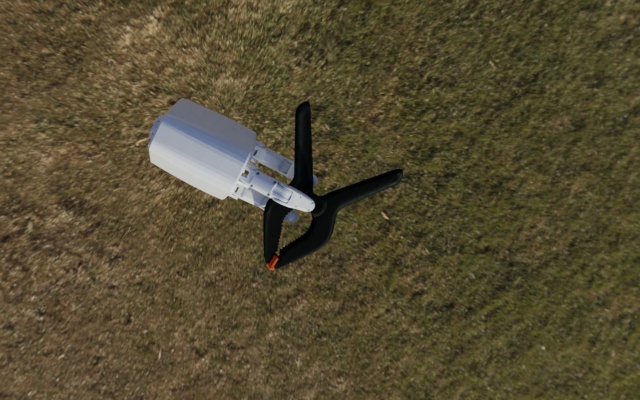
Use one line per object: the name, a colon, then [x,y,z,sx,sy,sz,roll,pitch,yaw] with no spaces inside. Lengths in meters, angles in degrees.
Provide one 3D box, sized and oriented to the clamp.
clamp: [0.000,0.003,0.616,0.164,0.210,0.036,27,4,-13]
